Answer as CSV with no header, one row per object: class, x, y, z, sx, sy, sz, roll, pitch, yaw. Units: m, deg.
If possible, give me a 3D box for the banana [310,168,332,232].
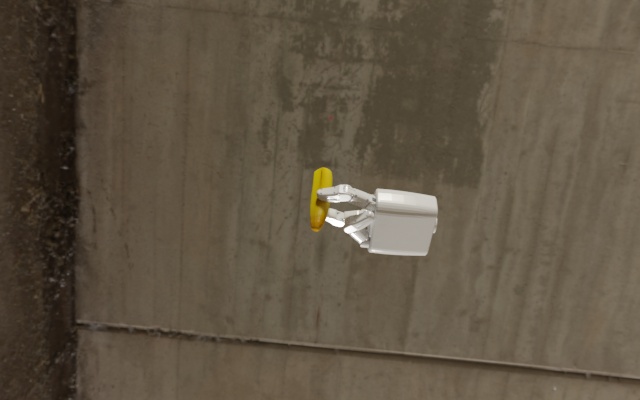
banana,0.002,-0.015,0.878,0.037,0.070,0.197,6,24,-1
